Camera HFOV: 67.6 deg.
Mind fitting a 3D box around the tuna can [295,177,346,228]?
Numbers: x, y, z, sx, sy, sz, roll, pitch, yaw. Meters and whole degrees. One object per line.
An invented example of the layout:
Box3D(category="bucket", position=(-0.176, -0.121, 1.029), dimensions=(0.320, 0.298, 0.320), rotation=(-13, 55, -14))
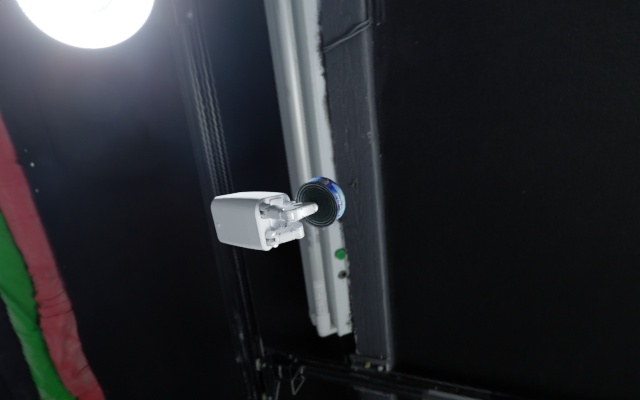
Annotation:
Box3D(category="tuna can", position=(0.000, 0.003, 0.835), dimensions=(0.086, 0.086, 0.033), rotation=(0, 21, 32))
